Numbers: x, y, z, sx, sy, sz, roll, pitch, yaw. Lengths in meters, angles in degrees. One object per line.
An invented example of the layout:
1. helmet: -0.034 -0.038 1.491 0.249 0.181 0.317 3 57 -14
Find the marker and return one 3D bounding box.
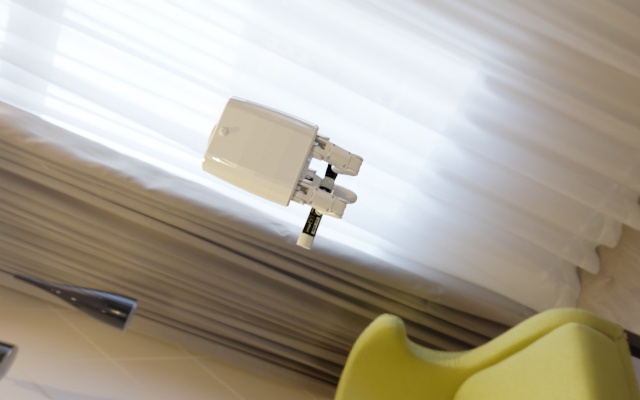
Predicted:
1. marker: 0.000 0.002 0.604 0.020 0.121 0.020 21 -8 3
